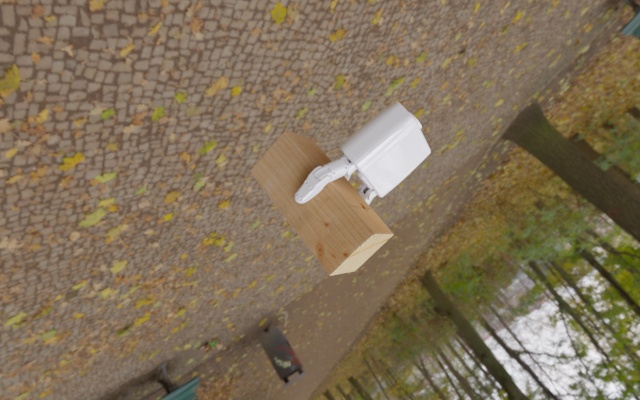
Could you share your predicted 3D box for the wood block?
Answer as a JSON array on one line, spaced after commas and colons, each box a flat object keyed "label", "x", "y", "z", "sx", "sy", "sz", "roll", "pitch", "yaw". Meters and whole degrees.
[{"label": "wood block", "x": 0.000, "y": 0.002, "z": 0.719, "sx": 0.090, "sy": 0.206, "sz": 0.091, "roll": -46, "pitch": -22, "yaw": 17}]
